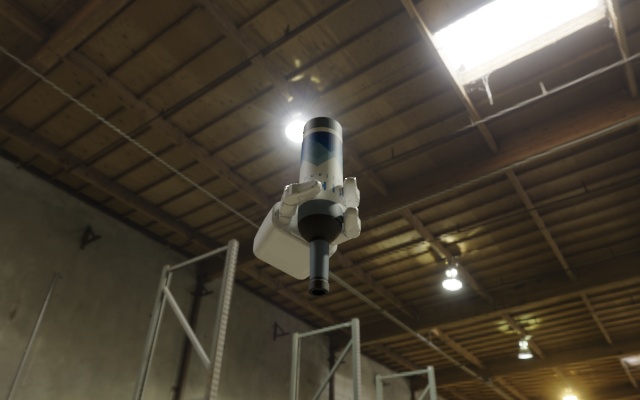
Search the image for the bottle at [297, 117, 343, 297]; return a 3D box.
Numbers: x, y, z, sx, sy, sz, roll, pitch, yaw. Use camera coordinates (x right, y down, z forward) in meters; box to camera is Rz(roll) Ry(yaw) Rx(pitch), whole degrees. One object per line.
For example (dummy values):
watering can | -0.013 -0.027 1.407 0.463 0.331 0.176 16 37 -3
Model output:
bottle | 0.000 0.002 0.714 0.069 0.295 0.069 1 -36 1
